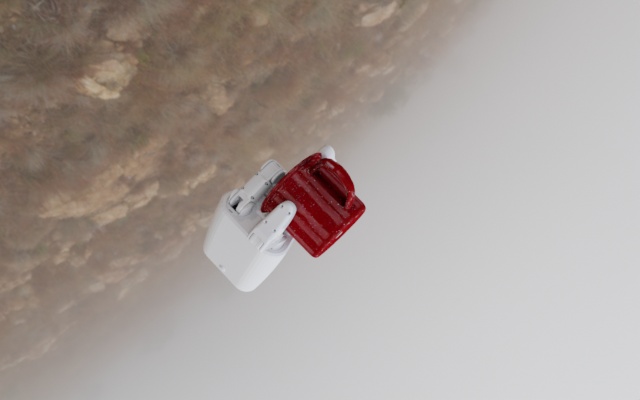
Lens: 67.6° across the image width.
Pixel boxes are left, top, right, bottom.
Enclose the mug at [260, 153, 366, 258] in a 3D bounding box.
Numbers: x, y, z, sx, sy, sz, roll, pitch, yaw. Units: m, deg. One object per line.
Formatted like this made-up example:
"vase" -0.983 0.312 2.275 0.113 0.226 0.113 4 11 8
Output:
"mug" 0.001 0.001 0.516 0.093 0.081 0.117 -38 -10 -42
